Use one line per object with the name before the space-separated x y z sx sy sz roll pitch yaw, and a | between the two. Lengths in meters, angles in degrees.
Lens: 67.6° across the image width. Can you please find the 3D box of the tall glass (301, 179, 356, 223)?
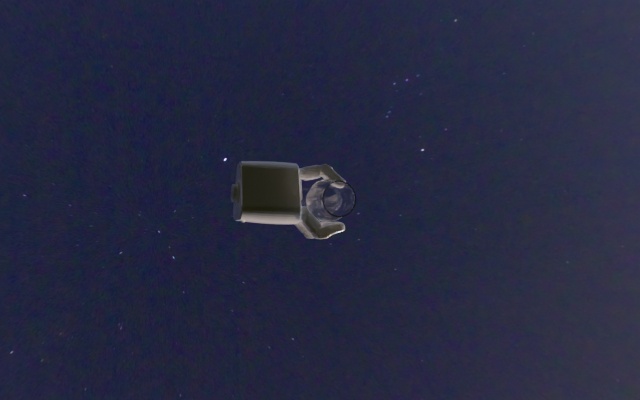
tall glass | 0.000 0.003 0.898 0.079 0.079 0.201 0 -3 -19
